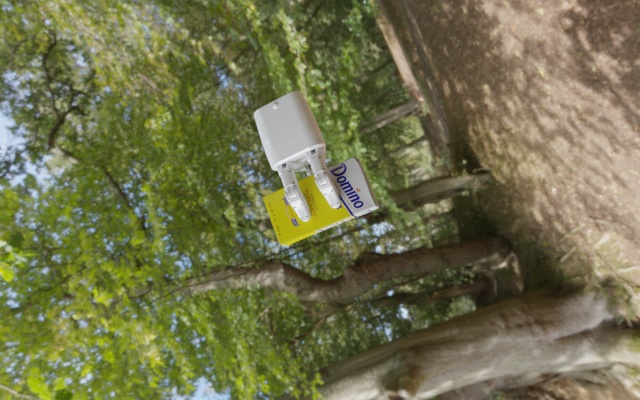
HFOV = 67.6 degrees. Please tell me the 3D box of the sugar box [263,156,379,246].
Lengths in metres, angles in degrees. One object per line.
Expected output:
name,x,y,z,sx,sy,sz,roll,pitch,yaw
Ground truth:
sugar box,0.000,0.003,0.808,0.176,0.093,0.048,-24,-11,14
